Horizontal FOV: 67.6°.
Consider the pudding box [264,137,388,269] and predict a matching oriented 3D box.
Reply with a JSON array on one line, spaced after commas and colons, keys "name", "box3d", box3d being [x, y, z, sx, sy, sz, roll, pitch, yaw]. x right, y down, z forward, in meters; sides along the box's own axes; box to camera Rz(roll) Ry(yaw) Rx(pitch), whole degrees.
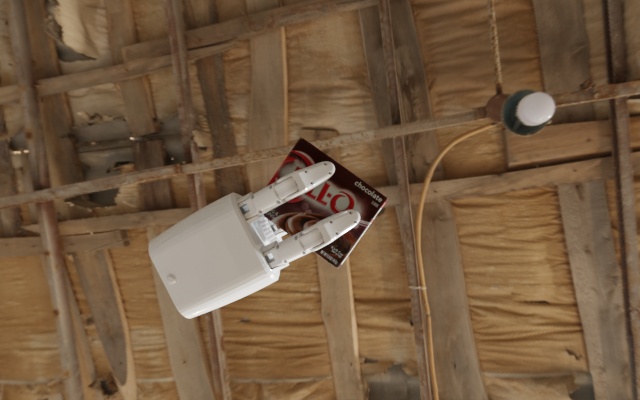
[{"name": "pudding box", "box3d": [0.000, 0.002, 0.503, 0.113, 0.090, 0.039, 35, 5, 3]}]
